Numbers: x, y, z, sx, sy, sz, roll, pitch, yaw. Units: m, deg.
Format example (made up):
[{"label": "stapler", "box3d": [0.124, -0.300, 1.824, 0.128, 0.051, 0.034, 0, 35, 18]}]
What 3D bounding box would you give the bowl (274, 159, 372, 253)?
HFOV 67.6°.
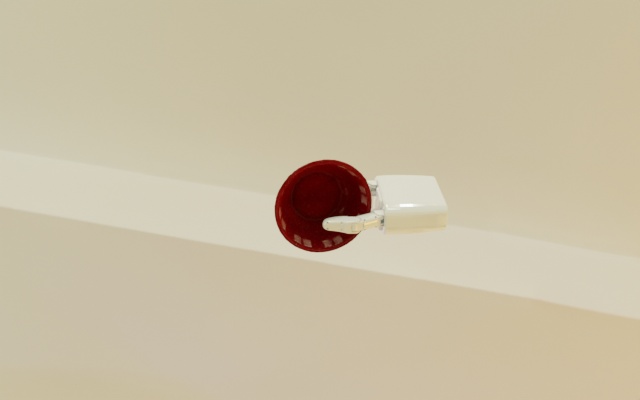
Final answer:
[{"label": "bowl", "box3d": [-0.001, 0.002, 0.788, 0.162, 0.162, 0.055, 0, 22, -15]}]
